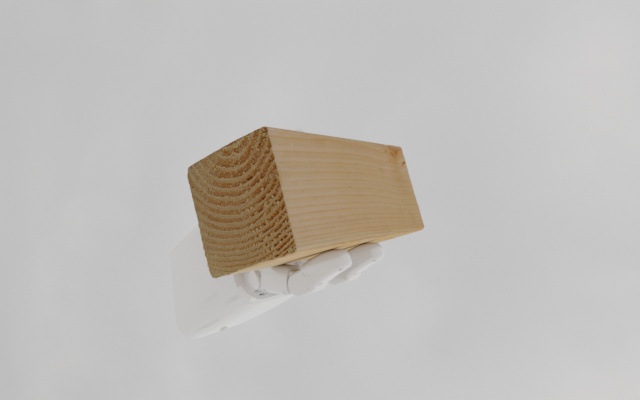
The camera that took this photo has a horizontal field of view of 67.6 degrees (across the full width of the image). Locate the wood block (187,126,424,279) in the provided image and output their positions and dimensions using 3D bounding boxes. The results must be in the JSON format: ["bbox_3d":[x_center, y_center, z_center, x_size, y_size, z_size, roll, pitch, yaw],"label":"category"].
[{"bbox_3d":[0.000,0.001,0.421,0.090,0.091,0.206,-21,-10,34],"label":"wood block"}]
